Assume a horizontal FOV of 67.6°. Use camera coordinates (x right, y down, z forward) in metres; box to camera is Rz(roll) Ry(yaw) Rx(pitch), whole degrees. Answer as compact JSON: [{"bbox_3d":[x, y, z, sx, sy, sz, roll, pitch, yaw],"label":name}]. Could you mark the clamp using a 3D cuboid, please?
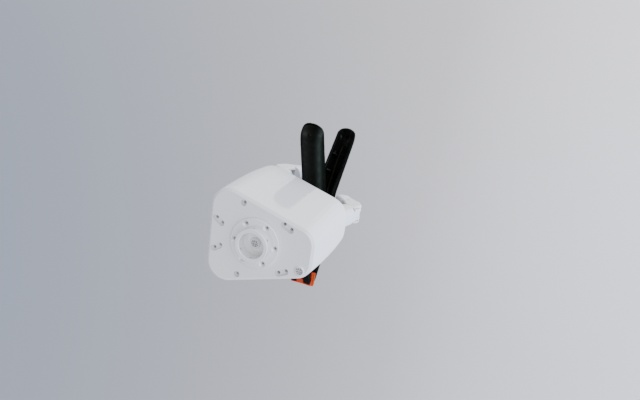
[{"bbox_3d":[0.001,0.003,0.599,0.036,0.210,0.164,14,17,17],"label":"clamp"}]
